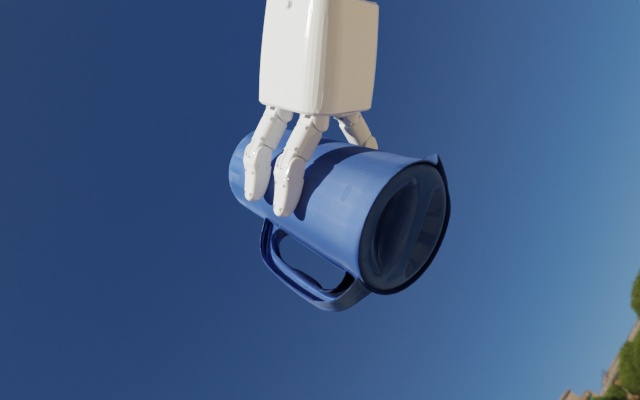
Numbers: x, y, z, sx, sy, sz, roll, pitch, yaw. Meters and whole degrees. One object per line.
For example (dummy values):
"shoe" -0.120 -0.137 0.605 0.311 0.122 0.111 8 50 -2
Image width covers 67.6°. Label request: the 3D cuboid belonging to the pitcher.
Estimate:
"pitcher" 0.000 0.002 0.517 0.149 0.145 0.242 -14 26 -40
